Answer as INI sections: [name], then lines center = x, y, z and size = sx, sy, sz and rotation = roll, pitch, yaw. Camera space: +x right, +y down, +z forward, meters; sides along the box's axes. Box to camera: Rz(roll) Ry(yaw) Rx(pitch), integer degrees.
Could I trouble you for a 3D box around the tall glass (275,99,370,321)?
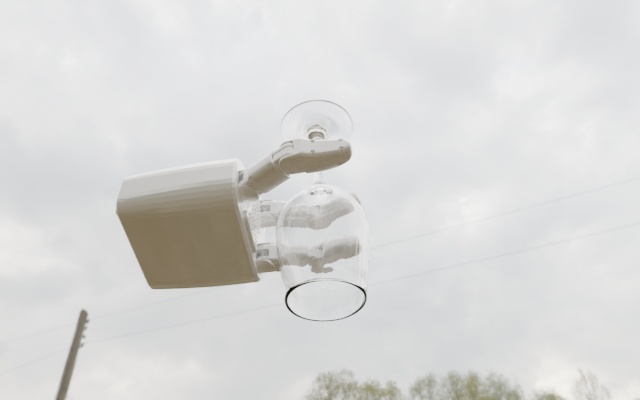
[tall glass]
center = 0.000, 0.001, 0.420
size = 0.079, 0.200, 0.079
rotation = -2, -42, -2
